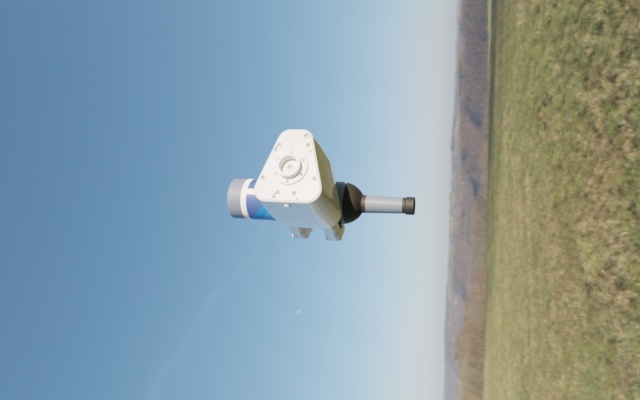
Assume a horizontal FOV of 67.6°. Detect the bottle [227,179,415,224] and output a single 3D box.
[{"bbox_3d":[0.000,0.002,0.758,0.296,0.069,0.069,2,1,16],"label":"bottle"}]
